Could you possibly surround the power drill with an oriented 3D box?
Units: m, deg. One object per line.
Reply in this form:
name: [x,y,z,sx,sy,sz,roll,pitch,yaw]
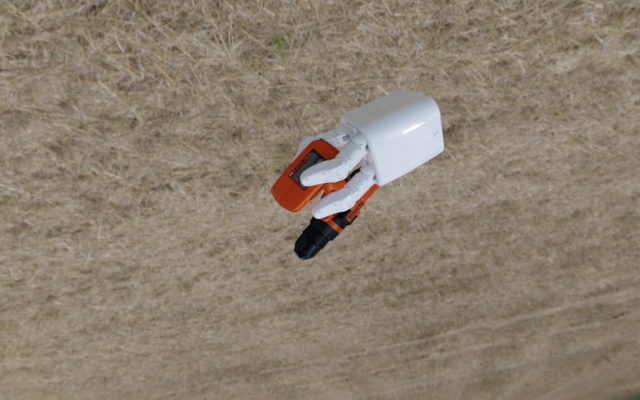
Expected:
power drill: [0.000,0.002,0.708,0.057,0.184,0.188,40,1,25]
